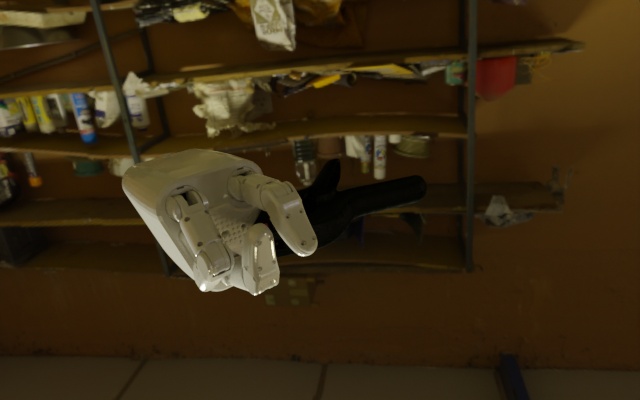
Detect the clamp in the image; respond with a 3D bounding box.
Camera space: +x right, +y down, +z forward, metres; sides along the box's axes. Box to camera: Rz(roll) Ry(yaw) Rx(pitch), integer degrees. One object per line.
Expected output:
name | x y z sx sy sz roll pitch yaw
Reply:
clamp | 0.000 0.002 0.442 0.171 0.039 0.120 -22 23 -32
